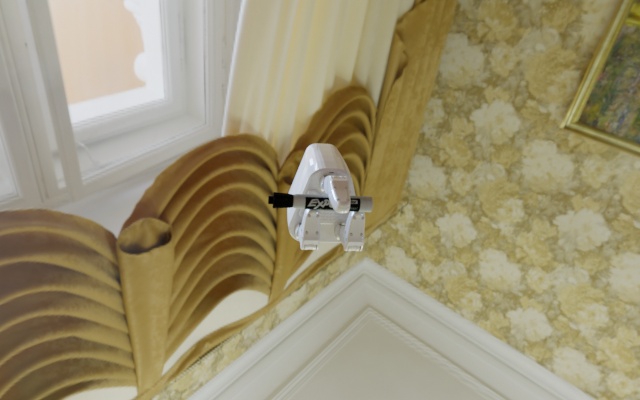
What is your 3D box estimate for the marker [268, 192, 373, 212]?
[{"bbox_3d":[0.000,0.002,0.554,0.121,0.020,0.020,3,0,-8],"label":"marker"}]
